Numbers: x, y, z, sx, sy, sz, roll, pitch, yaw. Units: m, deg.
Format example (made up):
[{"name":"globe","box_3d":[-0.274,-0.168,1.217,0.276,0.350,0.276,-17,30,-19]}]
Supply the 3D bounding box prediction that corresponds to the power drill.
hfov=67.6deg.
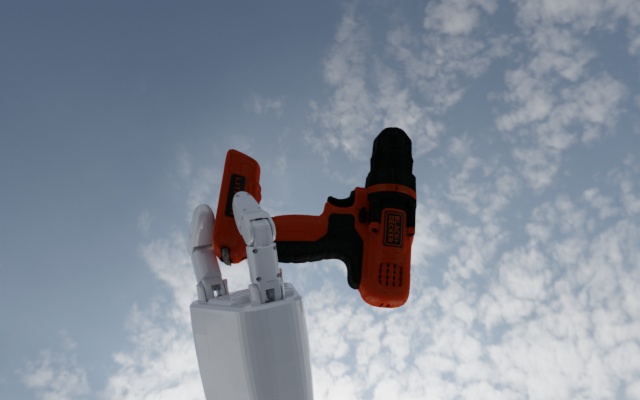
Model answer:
[{"name":"power drill","box_3d":[0.000,0.002,0.457,0.187,0.184,0.057,7,-24,-3]}]
